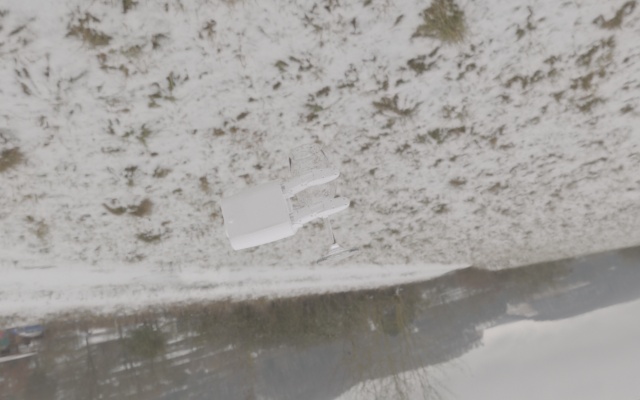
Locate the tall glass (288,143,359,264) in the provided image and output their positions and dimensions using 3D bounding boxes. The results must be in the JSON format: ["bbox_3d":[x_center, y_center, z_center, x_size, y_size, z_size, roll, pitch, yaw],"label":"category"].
[{"bbox_3d":[0.000,0.003,0.825,0.079,0.201,0.079,-16,-17,-5],"label":"tall glass"}]
